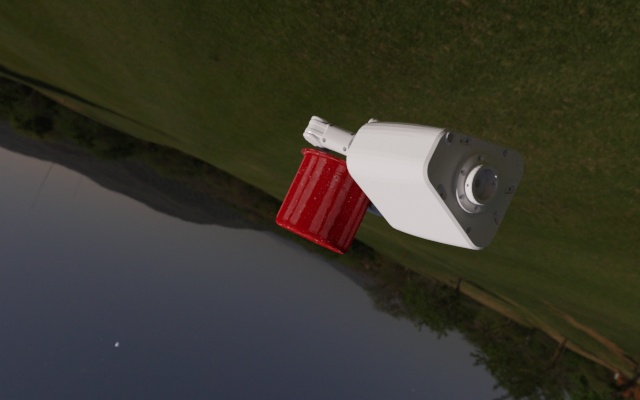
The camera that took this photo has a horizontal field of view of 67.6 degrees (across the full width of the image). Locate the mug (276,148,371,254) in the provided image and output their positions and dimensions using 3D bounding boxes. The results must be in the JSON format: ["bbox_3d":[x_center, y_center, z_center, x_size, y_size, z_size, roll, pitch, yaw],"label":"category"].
[{"bbox_3d":[-0.001,0.002,0.505,0.093,0.081,0.117,28,-6,-29],"label":"mug"}]
